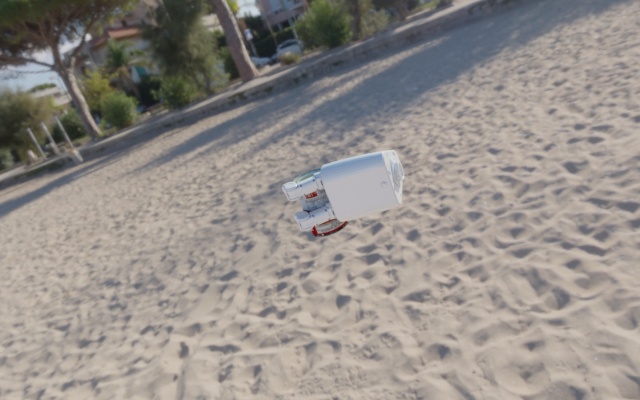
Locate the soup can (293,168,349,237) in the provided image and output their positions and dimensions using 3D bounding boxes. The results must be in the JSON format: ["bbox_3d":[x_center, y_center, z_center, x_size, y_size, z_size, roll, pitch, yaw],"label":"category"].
[{"bbox_3d":[0.000,0.002,0.822,0.068,0.102,0.068,-20,18,6],"label":"soup can"}]
